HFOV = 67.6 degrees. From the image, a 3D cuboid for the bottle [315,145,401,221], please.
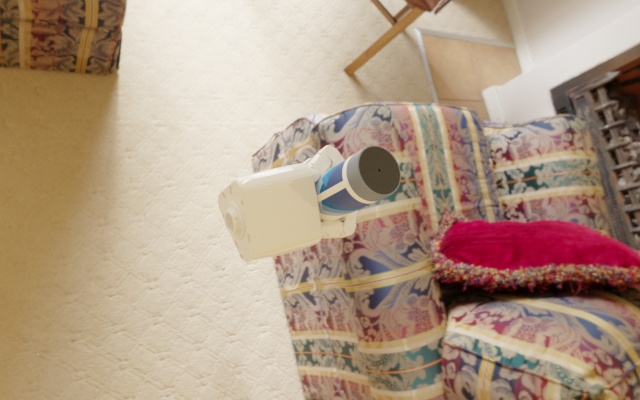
[{"bbox_3d":[0.000,0.002,0.703,0.069,0.069,0.296,0,-15,-31],"label":"bottle"}]
